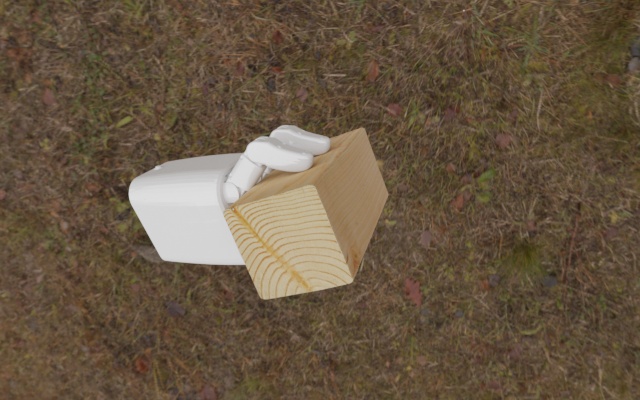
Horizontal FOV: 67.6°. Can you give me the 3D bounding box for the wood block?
[{"bbox_3d":[0.000,0.002,0.483,0.090,0.091,0.206,-15,16,22],"label":"wood block"}]
